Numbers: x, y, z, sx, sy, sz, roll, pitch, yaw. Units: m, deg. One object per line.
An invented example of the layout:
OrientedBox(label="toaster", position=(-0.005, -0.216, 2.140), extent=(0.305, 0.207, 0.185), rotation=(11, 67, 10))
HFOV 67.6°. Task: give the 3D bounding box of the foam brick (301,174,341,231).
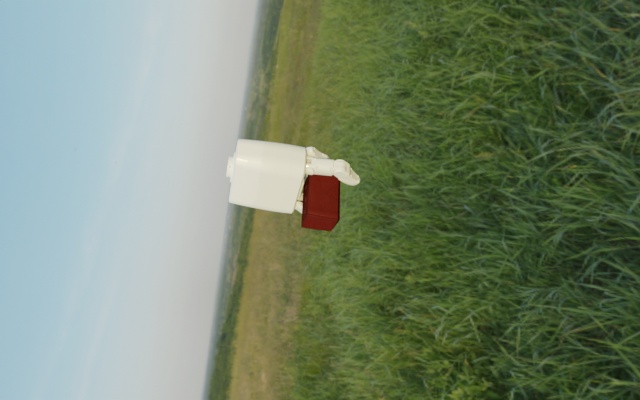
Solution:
OrientedBox(label="foam brick", position=(0.000, 0.003, 0.755), extent=(0.051, 0.078, 0.053), rotation=(8, -28, -12))
